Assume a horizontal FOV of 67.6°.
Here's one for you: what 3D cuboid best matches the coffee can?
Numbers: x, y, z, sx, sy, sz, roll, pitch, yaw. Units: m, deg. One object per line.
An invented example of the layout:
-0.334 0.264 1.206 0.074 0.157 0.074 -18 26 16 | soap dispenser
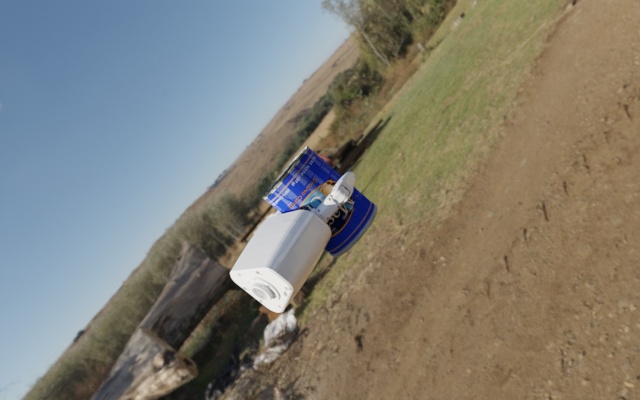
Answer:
0.000 0.002 0.716 0.140 0.103 0.103 40 -8 -9 | coffee can
